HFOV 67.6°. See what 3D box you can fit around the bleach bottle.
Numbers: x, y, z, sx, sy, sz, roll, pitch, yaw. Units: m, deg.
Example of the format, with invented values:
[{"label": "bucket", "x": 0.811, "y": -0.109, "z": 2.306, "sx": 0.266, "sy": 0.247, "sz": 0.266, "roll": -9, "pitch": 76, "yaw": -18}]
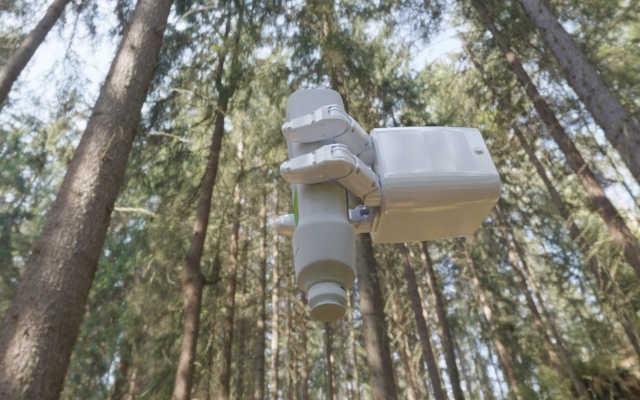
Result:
[{"label": "bleach bottle", "x": 0.000, "y": 0.001, "z": 0.463, "sx": 0.068, "sy": 0.250, "sz": 0.103, "roll": -3, "pitch": -43, "yaw": -1}]
